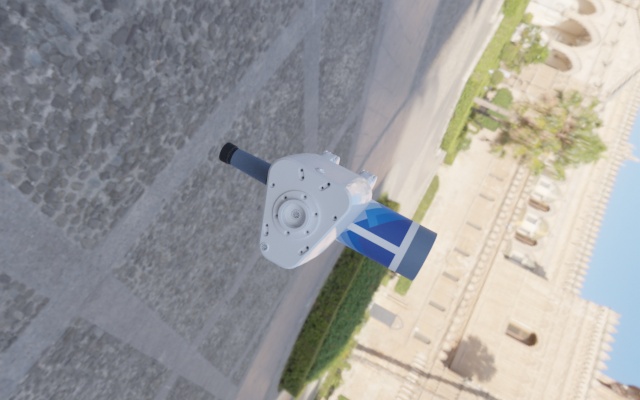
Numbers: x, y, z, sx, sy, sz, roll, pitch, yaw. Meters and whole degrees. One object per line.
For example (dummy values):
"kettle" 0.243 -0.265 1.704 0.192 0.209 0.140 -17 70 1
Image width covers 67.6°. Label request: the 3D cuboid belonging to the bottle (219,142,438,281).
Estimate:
"bottle" 0.000 0.002 0.610 0.295 0.069 0.069 28 5 10
